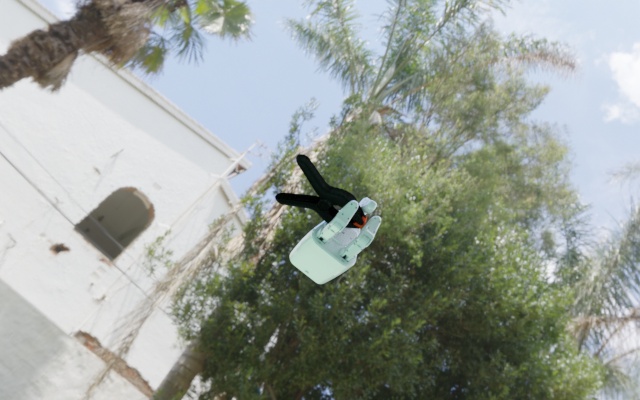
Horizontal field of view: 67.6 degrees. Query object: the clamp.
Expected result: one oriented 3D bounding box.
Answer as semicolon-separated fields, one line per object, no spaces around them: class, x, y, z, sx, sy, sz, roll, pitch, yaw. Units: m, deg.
clamp;0.001;0.002;0.863;0.120;0.171;0.039;-45;9;46
